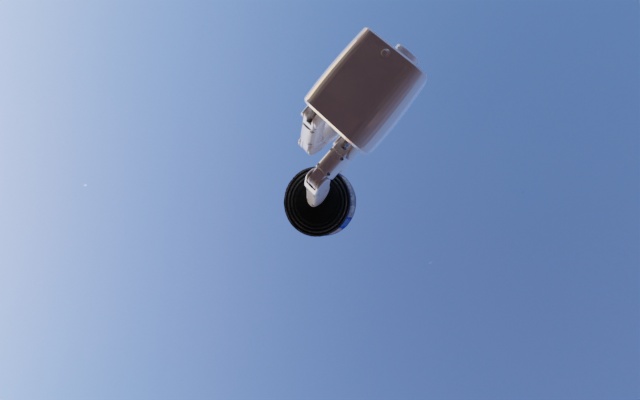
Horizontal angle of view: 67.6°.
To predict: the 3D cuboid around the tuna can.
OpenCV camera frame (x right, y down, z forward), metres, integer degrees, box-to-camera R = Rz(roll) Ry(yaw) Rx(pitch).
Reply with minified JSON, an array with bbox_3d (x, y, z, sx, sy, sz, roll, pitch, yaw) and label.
[{"bbox_3d":[0.000,0.002,0.593,0.086,0.086,0.034,0,-3,19],"label":"tuna can"}]
